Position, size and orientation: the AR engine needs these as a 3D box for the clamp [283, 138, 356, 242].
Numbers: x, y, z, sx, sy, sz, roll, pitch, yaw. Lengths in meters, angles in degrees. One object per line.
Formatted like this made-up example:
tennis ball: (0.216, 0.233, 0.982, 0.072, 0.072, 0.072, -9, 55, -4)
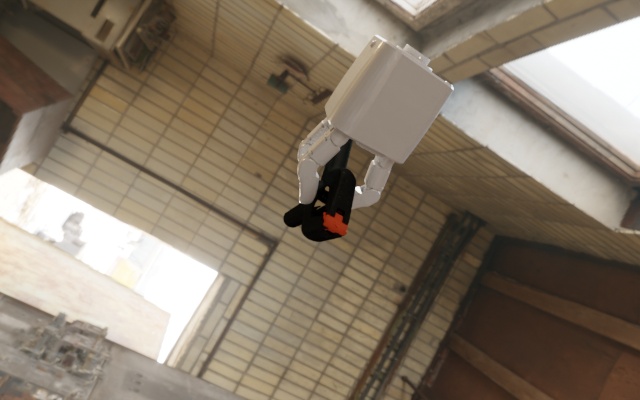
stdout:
clamp: (0.001, 0.002, 0.598, 0.036, 0.164, 0.210, 28, 20, -14)
